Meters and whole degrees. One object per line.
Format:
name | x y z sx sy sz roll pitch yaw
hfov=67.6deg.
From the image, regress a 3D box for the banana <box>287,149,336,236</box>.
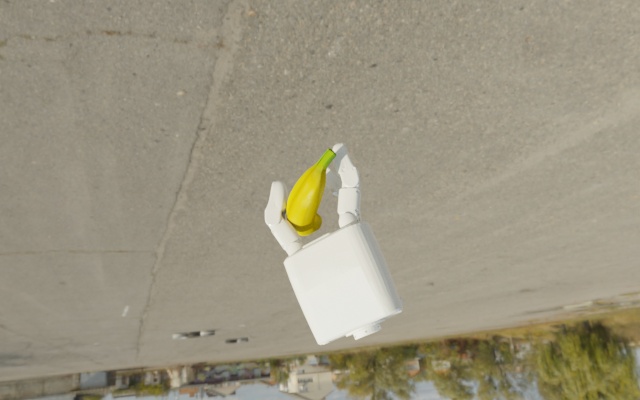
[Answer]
banana | -0.014 0.011 0.606 0.069 0.037 0.198 -35 -16 -20
